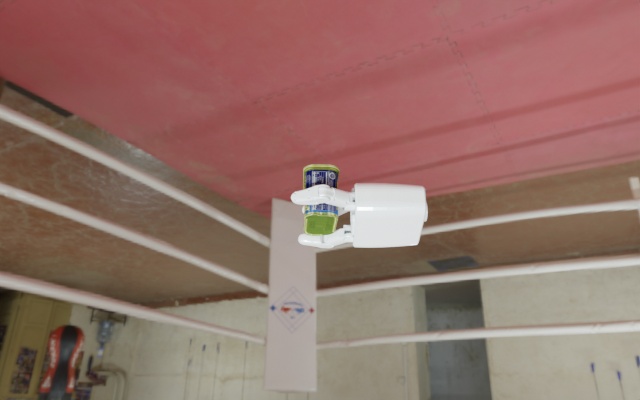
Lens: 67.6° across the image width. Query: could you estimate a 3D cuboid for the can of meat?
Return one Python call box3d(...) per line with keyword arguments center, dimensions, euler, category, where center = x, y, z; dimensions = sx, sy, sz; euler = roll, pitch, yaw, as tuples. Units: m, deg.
box3d(center=(0.000, 0.003, 0.764), dimensions=(0.057, 0.084, 0.102), euler=(1, -23, -2), category="can of meat")
